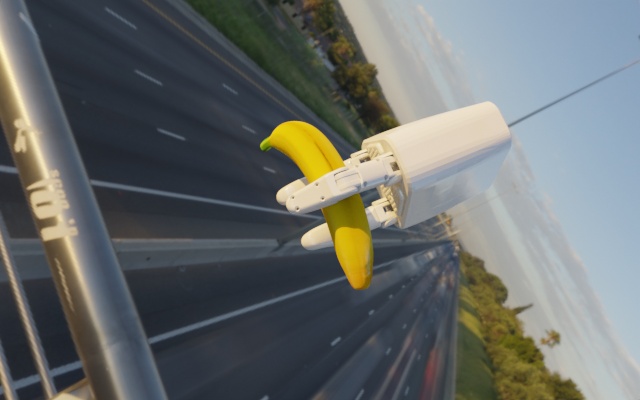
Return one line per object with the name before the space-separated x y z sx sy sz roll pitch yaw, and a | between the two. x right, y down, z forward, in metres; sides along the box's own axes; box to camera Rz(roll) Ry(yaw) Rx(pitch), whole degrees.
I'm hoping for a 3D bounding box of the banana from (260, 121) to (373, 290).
banana | 0.002 -0.013 0.441 0.037 0.197 0.070 -15 -36 -27
